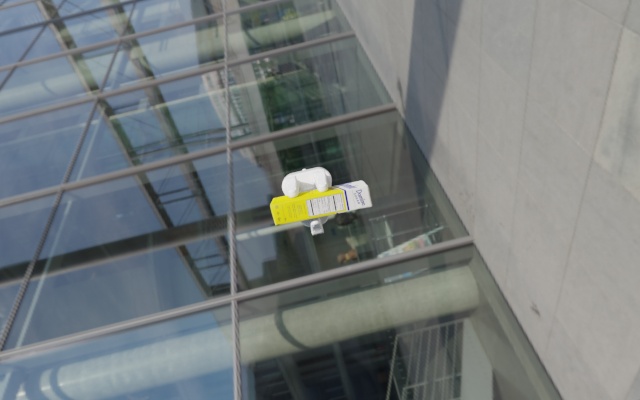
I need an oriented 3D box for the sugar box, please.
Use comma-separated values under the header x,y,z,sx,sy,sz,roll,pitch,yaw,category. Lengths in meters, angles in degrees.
x,y,z,sx,sy,sz,roll,pitch,yaw,category
0.000,0.002,0.877,0.176,0.048,0.093,-14,9,0,sugar box
